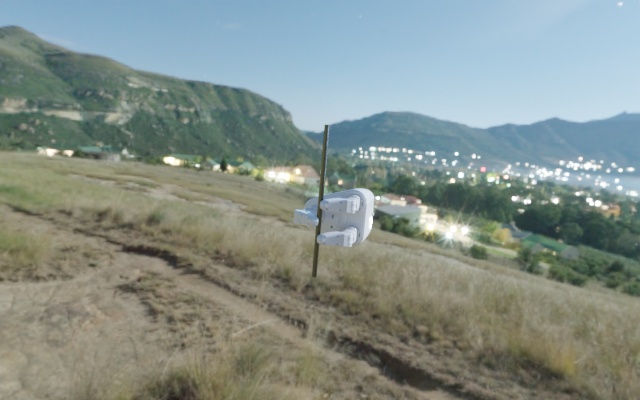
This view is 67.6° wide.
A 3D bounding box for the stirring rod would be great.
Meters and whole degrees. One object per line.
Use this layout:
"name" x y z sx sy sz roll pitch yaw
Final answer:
"stirring rod" 0.000 0.003 0.749 0.011 0.239 0.011 5 6 -1
